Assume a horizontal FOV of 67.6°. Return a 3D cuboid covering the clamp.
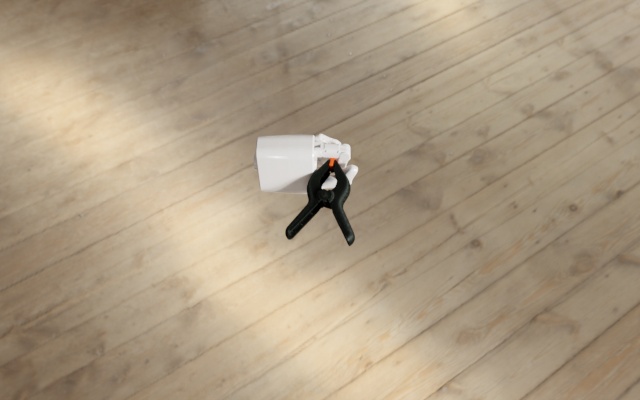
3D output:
[{"bbox_3d":[0.000,0.002,0.846,0.120,0.171,0.039,0,-31,2],"label":"clamp"}]
